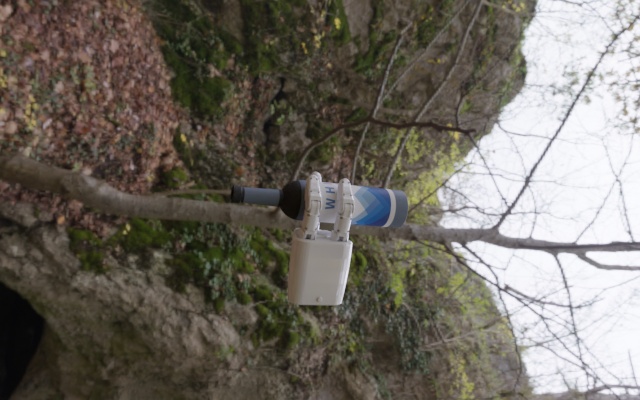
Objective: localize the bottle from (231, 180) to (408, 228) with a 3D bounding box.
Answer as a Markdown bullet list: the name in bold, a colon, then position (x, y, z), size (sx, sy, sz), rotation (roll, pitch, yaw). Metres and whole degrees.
- **bottle**: position (0.000, 0.003, 0.794), size (0.296, 0.069, 0.069), rotation (5, -2, -19)
